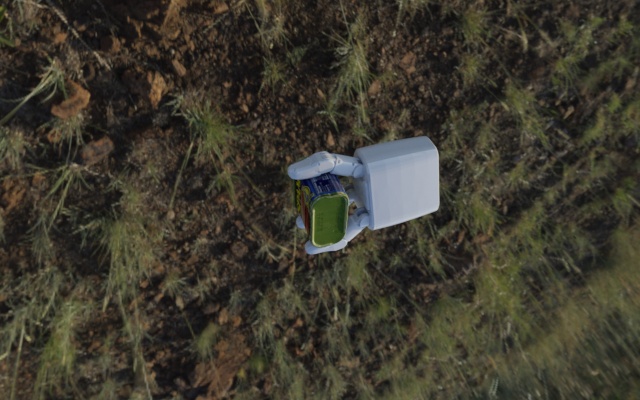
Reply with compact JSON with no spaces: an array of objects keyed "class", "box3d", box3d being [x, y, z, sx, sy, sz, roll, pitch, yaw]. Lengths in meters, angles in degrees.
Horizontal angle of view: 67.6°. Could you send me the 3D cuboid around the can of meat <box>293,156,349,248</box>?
[{"class":"can of meat","box3d":[0.000,0.002,0.660,0.057,0.102,0.084,-11,44,-13]}]
